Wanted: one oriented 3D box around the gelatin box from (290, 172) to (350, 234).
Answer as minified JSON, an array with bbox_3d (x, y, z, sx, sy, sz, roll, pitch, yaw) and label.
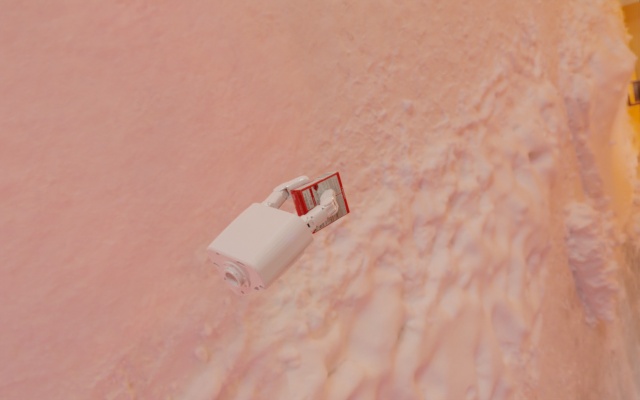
[{"bbox_3d":[0.001,0.002,0.764,0.089,0.073,0.030,-28,18,-37],"label":"gelatin box"}]
